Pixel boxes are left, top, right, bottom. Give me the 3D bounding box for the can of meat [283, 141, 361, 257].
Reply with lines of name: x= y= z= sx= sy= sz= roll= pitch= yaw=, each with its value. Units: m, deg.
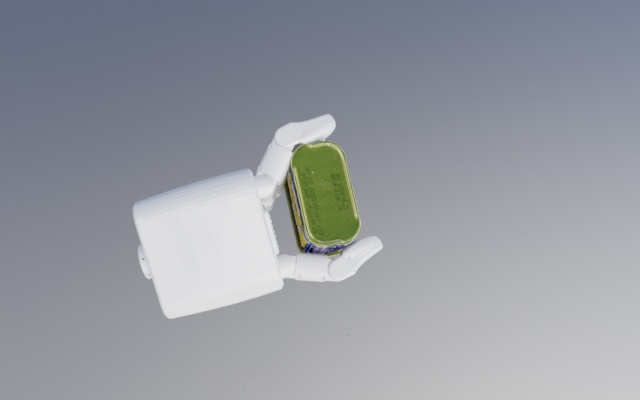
can of meat: x=0.000 y=0.002 z=0.463 sx=0.057 sy=0.102 sz=0.084 roll=-12 pitch=-11 yaw=-8
